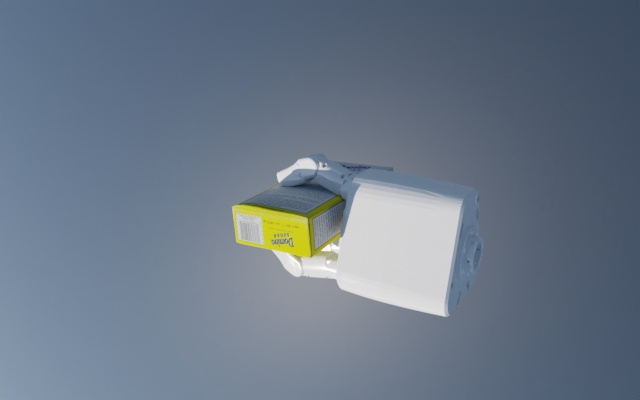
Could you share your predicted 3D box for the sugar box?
[{"bbox_3d":[0.000,0.002,0.508,0.093,0.048,0.176,9,20,33],"label":"sugar box"}]
